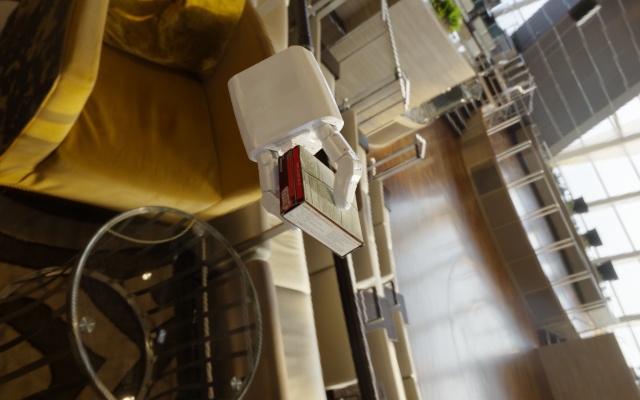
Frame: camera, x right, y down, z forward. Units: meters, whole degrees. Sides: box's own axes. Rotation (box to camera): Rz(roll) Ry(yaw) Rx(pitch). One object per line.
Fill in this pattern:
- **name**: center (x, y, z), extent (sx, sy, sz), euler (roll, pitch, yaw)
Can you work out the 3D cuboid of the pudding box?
- **pudding box**: center (0.000, 0.002, 0.549), extent (0.039, 0.090, 0.113), euler (-32, -48, 27)
